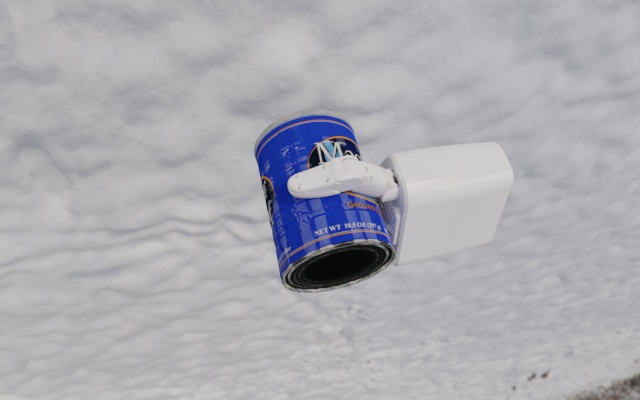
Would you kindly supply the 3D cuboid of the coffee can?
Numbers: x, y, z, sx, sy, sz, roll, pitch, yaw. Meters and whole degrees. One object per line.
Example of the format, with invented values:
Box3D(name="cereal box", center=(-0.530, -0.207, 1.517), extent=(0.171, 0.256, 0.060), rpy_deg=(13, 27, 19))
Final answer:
Box3D(name="coffee can", center=(0.000, 0.001, 0.448), extent=(0.103, 0.140, 0.103), rpy_deg=(-12, -29, -7))
